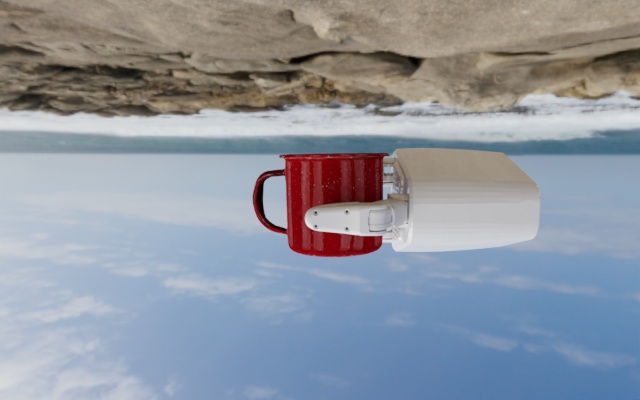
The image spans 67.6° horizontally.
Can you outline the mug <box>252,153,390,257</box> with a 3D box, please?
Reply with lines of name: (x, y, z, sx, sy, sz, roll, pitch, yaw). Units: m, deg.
mug: (-0.001, 0.002, 0.407, 0.117, 0.081, 0.093, -1, 5, 3)
